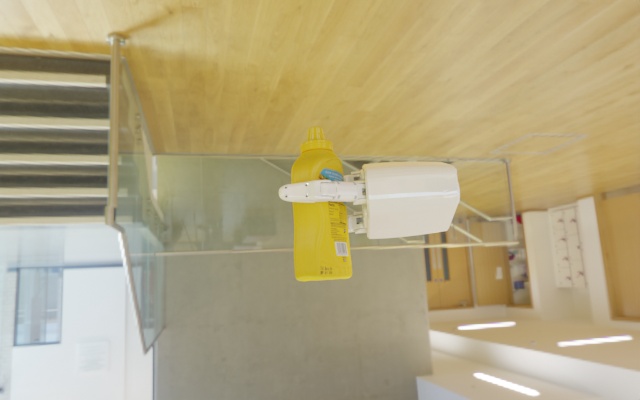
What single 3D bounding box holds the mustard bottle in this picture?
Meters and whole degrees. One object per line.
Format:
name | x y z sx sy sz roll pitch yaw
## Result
mustard bottle | 0.000 0.002 0.593 0.058 0.191 0.096 -8 -11 28
